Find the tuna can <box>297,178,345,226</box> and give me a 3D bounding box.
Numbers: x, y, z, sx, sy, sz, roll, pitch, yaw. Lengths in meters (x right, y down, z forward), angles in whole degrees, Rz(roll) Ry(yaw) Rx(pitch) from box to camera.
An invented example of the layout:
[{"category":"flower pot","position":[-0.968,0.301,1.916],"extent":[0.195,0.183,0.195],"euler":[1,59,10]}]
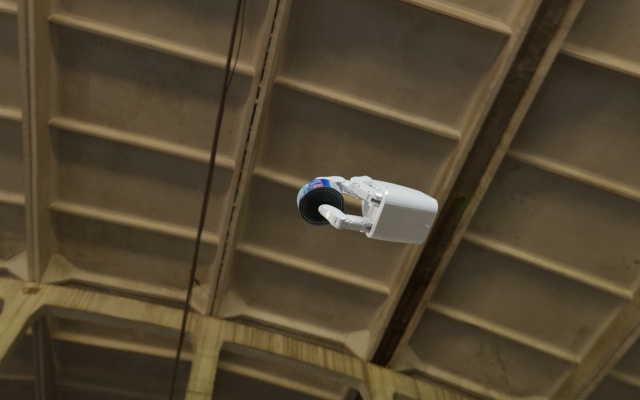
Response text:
[{"category":"tuna can","position":[0.000,0.003,0.880],"extent":[0.086,0.086,0.033],"euler":[0,33,-10]}]
